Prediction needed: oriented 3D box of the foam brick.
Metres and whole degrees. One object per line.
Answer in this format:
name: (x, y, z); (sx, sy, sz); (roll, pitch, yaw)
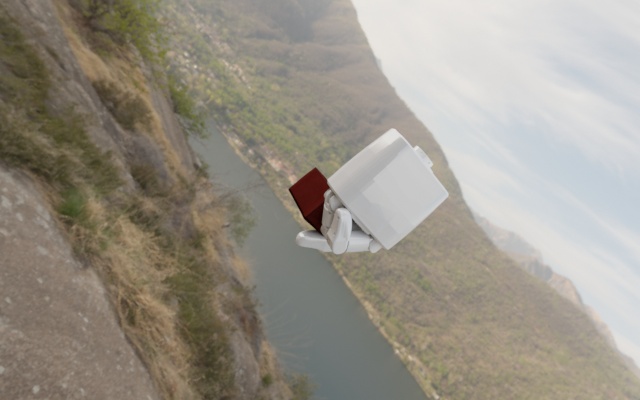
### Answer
foam brick: (0.000, 0.002, 0.655); (0.053, 0.051, 0.078); (44, 9, -38)
